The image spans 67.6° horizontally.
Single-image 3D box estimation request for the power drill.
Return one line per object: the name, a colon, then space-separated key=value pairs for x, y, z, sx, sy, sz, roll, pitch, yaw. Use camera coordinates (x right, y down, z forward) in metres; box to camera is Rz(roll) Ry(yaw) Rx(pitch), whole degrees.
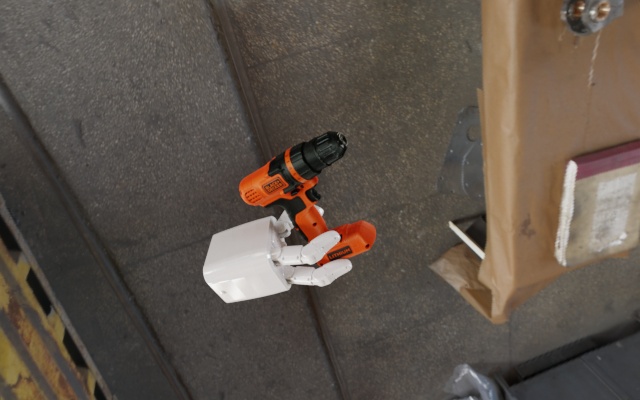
power drill: x=0.000 y=0.003 z=0.696 sx=0.184 sy=0.188 sz=0.057 roll=-25 pitch=25 yaw=31
